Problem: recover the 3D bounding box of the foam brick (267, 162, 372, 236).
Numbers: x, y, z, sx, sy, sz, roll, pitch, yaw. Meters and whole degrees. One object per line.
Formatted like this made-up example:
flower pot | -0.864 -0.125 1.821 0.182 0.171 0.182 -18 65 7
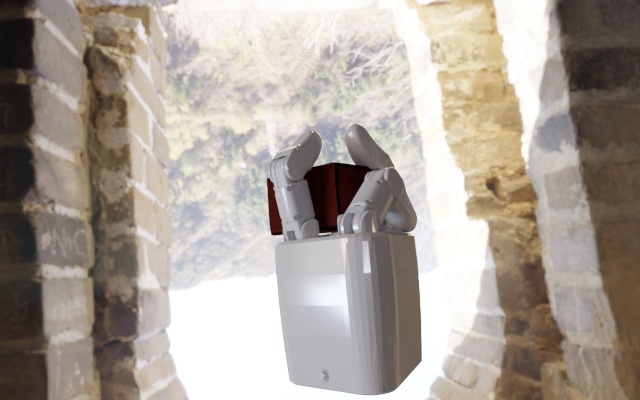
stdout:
foam brick | 0.000 0.001 0.401 0.078 0.051 0.053 -10 -8 40
